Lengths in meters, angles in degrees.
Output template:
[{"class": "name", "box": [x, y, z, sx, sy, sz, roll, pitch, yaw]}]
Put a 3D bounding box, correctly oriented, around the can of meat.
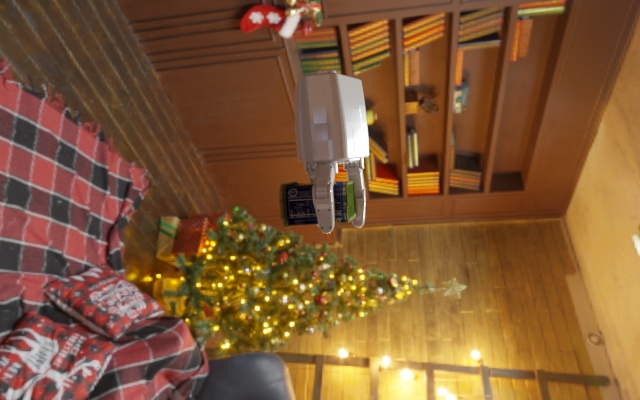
[{"class": "can of meat", "box": [0.000, 0.002, 0.623, 0.084, 0.057, 0.102, -4, 3, 10]}]
